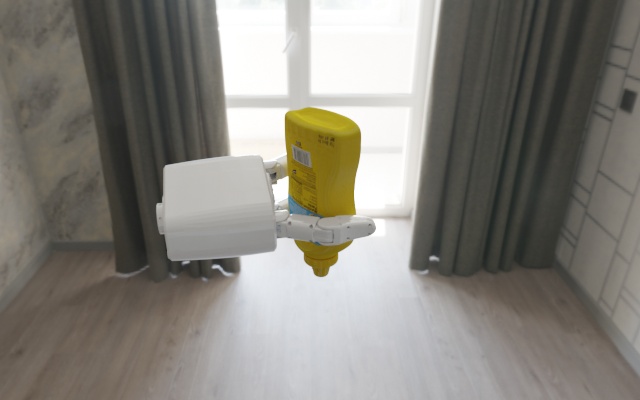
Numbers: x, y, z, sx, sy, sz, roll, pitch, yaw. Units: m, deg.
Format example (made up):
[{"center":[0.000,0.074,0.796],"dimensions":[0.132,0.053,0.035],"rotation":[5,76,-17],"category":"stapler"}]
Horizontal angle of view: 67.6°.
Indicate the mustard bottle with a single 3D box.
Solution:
[{"center":[0.000,0.001,0.523],"dimensions":[0.058,0.192,0.096],"rotation":[-19,33,-34],"category":"mustard bottle"}]
